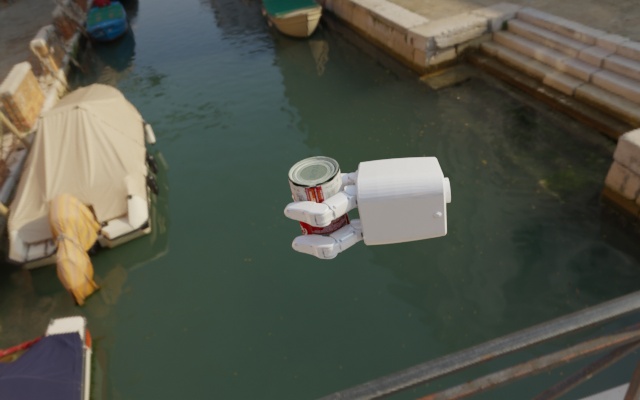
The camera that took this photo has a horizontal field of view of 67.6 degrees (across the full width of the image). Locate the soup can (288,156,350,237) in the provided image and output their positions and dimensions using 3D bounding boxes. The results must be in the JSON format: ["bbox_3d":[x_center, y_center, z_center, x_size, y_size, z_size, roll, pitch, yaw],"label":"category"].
[{"bbox_3d":[0.000,0.002,0.630,0.068,0.102,0.068,-8,36,6],"label":"soup can"}]
